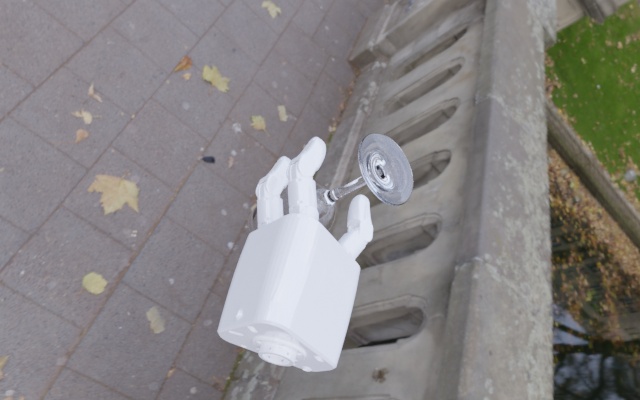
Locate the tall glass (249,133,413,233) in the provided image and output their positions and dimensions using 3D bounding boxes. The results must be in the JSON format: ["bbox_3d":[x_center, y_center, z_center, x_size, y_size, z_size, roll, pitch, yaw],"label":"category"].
[{"bbox_3d":[0.001,0.001,0.523,0.079,0.079,0.201,0,-19,-42],"label":"tall glass"}]
